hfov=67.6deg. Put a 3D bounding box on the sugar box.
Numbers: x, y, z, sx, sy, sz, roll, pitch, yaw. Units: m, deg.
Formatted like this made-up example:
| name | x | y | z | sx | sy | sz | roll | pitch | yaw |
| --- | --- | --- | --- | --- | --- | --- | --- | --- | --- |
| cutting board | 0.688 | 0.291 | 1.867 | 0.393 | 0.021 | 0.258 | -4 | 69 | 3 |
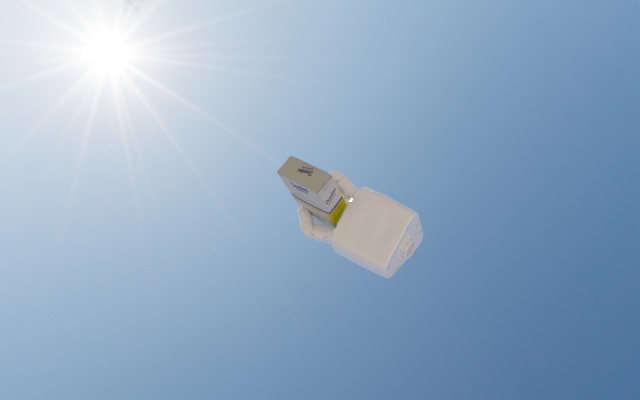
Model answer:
| name | x | y | z | sx | sy | sz | roll | pitch | yaw |
| --- | --- | --- | --- | --- | --- | --- | --- | --- | --- |
| sugar box | 0.001 | 0.002 | 0.821 | 0.093 | 0.048 | 0.176 | 27 | -21 | 32 |
